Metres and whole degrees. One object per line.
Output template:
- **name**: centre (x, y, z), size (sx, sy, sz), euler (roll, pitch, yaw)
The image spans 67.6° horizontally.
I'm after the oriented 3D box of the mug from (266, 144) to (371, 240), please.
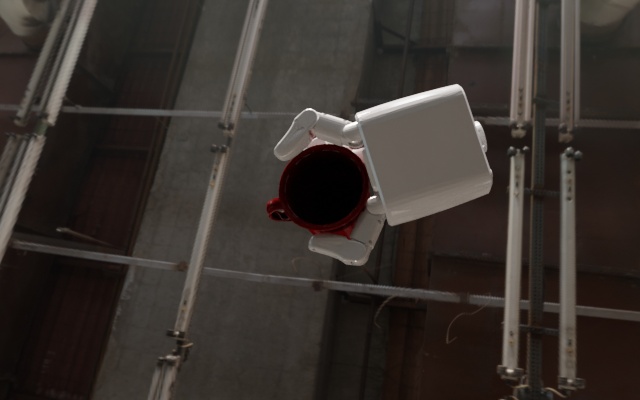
- **mug**: centre (-0.001, 0.002, 0.514), size (0.117, 0.093, 0.081), euler (-17, -22, 8)
